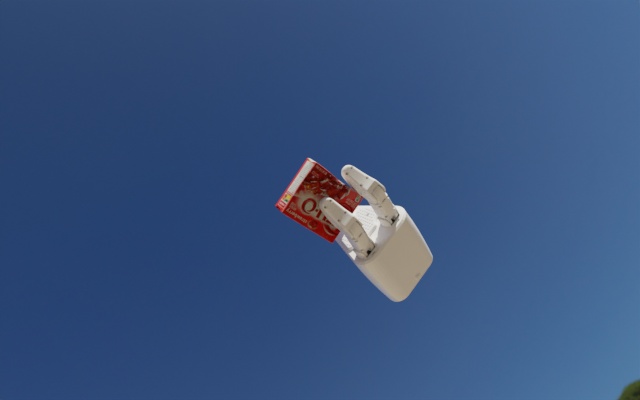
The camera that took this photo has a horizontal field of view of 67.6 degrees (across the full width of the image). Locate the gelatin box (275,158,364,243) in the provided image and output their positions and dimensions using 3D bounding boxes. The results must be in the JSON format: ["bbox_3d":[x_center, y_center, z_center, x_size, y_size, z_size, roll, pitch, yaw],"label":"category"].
[{"bbox_3d":[0.000,0.002,0.596,0.089,0.073,0.030,35,0,-32],"label":"gelatin box"}]
